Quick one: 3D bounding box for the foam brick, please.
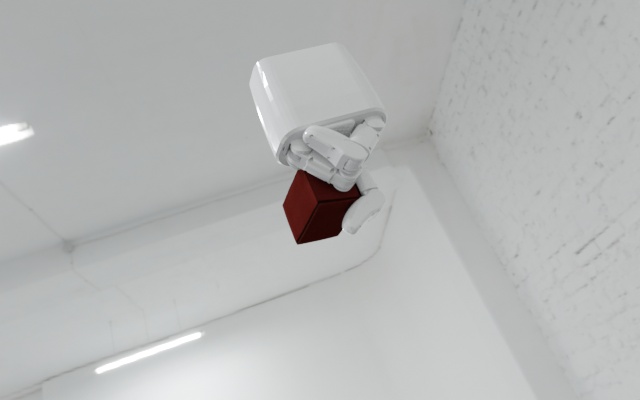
[{"bbox_3d":[0.000,0.002,0.501,0.053,0.051,0.078,-8,-32,-28],"label":"foam brick"}]
